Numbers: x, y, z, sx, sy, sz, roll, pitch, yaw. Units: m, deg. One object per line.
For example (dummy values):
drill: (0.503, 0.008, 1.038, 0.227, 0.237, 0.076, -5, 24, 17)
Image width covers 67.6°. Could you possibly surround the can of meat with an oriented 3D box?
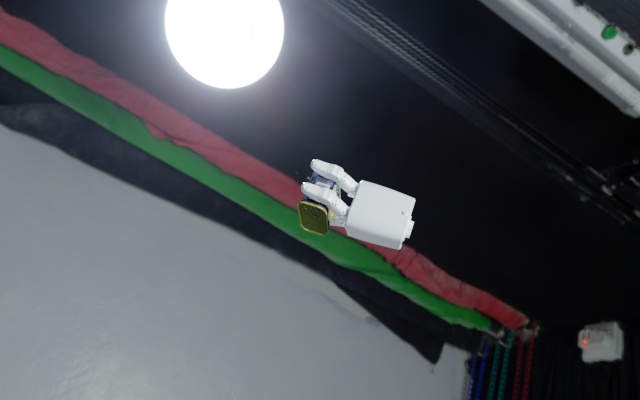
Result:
can of meat: (0.000, 0.003, 0.896, 0.057, 0.084, 0.102, 16, -31, 13)
